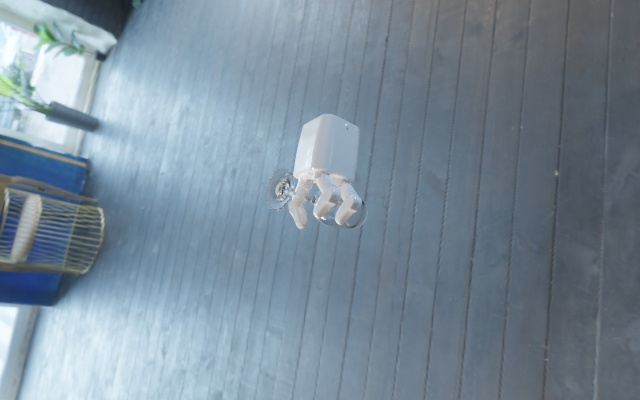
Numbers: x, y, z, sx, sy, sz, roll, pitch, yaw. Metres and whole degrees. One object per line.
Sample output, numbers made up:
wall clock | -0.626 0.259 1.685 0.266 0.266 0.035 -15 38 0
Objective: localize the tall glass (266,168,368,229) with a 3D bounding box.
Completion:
tall glass | 0.000 0.003 0.879 0.201 0.079 0.079 18 -13 -42
